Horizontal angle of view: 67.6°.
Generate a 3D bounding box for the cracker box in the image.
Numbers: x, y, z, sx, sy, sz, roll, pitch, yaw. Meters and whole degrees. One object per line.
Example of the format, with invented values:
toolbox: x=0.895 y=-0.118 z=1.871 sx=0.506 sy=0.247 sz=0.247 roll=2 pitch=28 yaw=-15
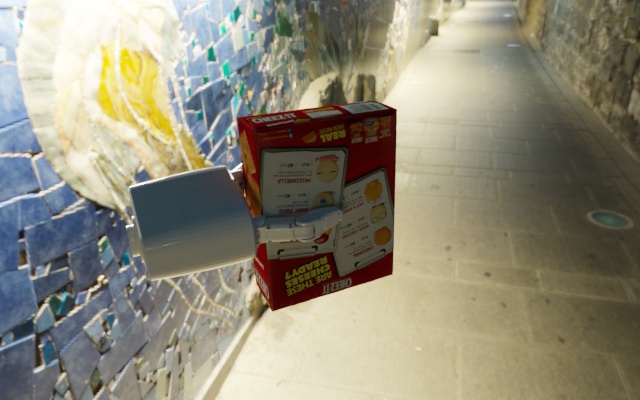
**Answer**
cracker box: x=0.000 y=0.002 z=0.551 sx=0.164 sy=0.214 sz=0.072 roll=-13 pitch=27 yaw=-21
